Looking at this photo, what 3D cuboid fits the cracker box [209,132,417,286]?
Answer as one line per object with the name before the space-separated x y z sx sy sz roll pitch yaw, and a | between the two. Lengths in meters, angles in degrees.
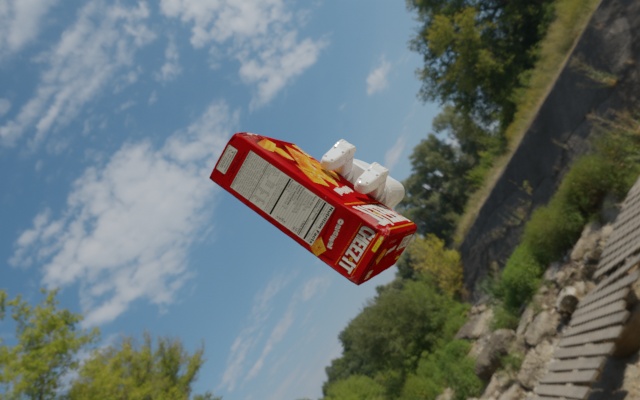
cracker box | 0.000 0.002 0.580 0.213 0.072 0.164 34 13 18
